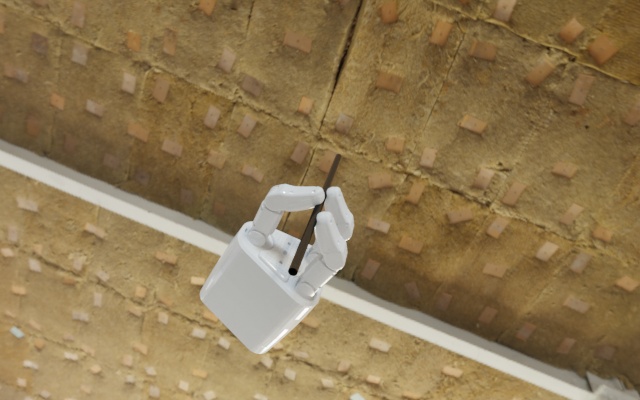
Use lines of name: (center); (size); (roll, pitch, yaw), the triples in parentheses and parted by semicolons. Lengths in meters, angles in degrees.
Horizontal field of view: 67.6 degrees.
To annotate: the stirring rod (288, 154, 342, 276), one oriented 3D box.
stirring rod: (0.000, 0.002, 0.487); (0.011, 0.011, 0.239); (0, 28, 12)
